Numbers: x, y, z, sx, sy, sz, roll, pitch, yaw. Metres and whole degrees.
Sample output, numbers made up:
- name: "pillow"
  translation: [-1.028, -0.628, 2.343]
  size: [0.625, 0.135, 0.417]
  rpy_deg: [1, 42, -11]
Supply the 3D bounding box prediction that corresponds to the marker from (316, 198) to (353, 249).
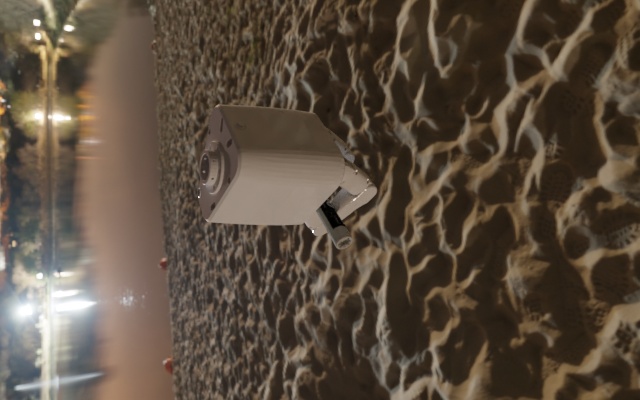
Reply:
- name: "marker"
  translation: [0.000, 0.002, 0.507]
  size: [0.020, 0.020, 0.121]
  rpy_deg: [0, 42, -32]
